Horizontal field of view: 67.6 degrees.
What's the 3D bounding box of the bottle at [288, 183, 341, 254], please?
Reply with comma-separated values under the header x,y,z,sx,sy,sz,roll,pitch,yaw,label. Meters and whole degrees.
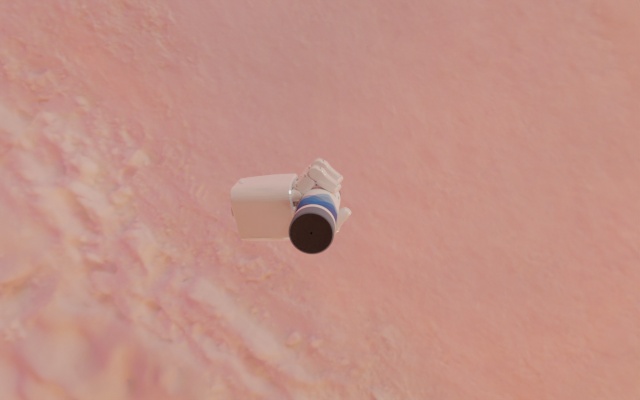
x,y,z,sx,sy,sz,roll,pitch,yaw,label
0.000,0.003,0.826,0.069,0.069,0.295,0,18,6,bottle
